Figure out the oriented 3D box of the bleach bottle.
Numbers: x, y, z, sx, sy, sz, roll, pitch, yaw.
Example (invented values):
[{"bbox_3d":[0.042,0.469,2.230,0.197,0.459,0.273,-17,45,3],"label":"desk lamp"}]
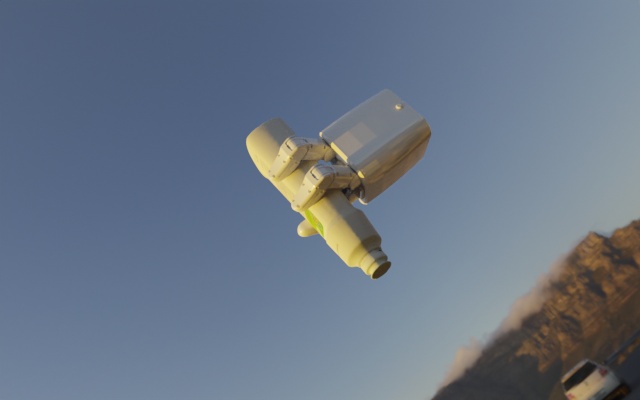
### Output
[{"bbox_3d":[0.000,0.002,0.601,0.068,0.250,0.103,-37,-33,-7],"label":"bleach bottle"}]
